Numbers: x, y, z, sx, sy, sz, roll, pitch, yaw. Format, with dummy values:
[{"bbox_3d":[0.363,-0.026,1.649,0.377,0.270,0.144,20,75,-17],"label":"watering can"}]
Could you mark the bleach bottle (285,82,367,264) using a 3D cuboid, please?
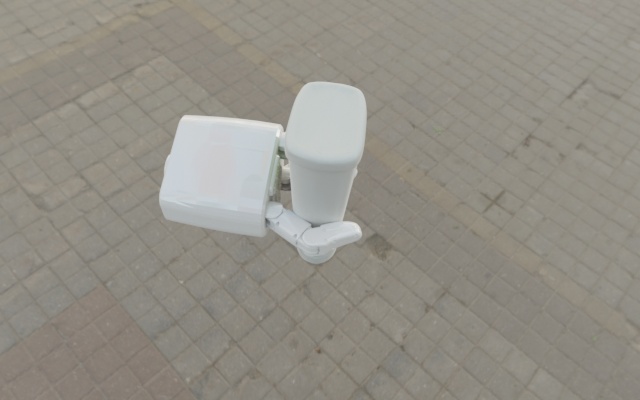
[{"bbox_3d":[0.000,0.002,0.510,0.068,0.102,0.251,8,-37,2],"label":"bleach bottle"}]
